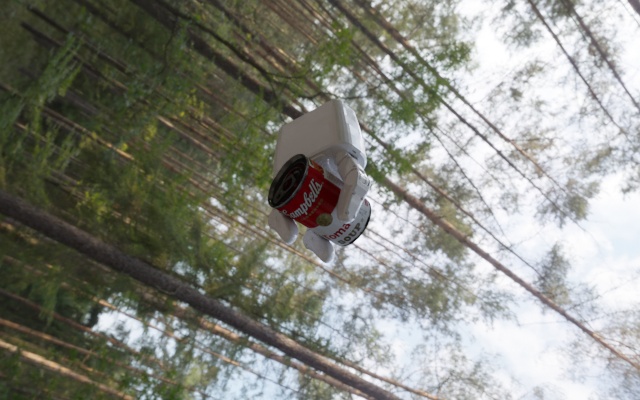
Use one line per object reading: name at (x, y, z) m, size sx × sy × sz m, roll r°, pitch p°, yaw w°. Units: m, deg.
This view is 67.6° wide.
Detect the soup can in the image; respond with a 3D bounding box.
soup can at (0.000, 0.002, 0.546) m, size 0.102 × 0.068 × 0.068 m, roll 33°, pitch -17°, yaw -28°
